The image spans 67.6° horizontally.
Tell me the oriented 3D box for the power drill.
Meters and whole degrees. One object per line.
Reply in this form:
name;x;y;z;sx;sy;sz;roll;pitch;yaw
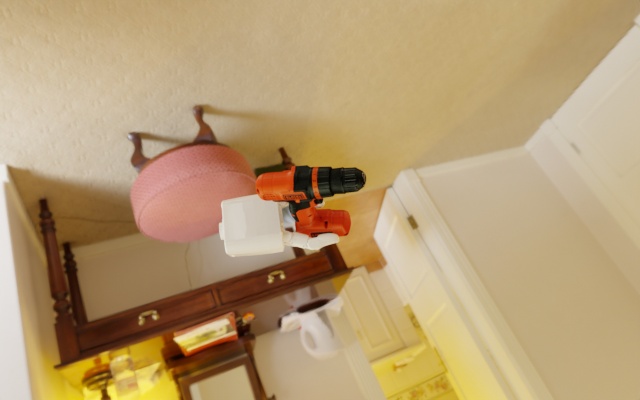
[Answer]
power drill;0.000;0.003;0.839;0.184;0.057;0.188;-2;-30;15
